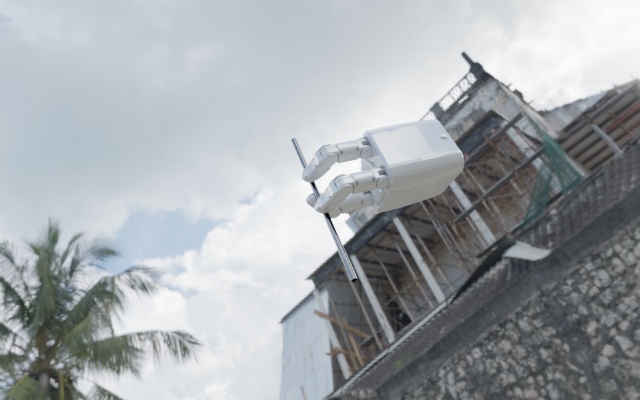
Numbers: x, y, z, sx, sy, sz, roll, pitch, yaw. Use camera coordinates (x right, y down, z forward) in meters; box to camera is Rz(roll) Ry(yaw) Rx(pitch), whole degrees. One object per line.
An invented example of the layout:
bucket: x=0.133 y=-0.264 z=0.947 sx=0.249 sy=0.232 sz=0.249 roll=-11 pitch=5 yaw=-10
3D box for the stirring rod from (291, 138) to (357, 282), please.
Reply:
stirring rod: x=0.000 y=0.002 z=0.620 sx=0.011 sy=0.239 sz=0.011 roll=-15 pitch=-36 yaw=-11
